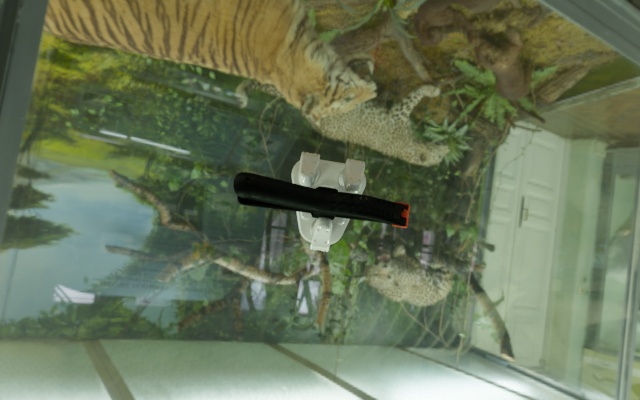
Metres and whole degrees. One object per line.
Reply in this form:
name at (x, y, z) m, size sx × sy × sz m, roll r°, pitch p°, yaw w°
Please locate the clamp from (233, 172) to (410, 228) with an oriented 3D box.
clamp at (0.000, 0.003, 0.538) m, size 0.210 × 0.036 × 0.164 m, roll 8°, pitch -4°, yaw -1°
